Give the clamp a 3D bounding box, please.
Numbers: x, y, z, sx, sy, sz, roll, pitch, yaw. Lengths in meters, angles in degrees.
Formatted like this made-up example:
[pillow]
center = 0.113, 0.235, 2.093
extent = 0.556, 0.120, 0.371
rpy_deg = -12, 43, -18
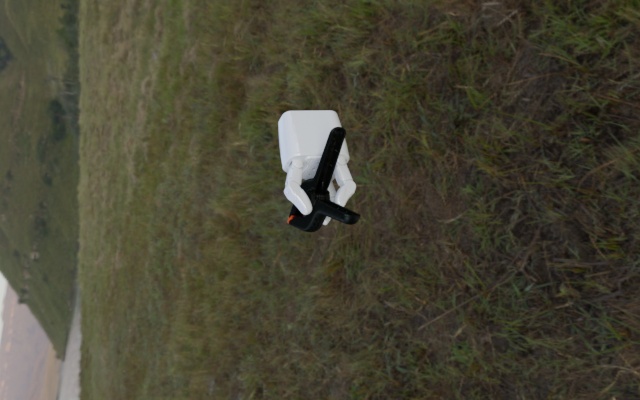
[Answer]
[clamp]
center = -0.001, 0.003, 0.794
extent = 0.036, 0.164, 0.210
rpy_deg = 6, -35, -27
